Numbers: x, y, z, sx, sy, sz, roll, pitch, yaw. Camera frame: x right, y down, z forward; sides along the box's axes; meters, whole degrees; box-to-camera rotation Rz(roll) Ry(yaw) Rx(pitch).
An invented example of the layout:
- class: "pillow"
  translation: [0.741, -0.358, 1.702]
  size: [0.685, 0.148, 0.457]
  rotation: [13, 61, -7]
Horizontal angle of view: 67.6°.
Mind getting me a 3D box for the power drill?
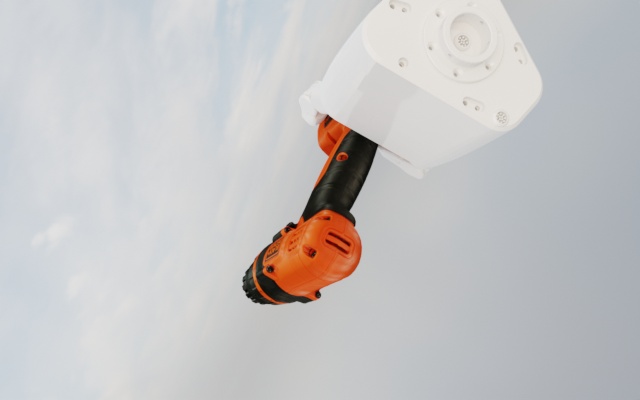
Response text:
- class: "power drill"
  translation: [0.000, 0.001, 0.418]
  size: [0.057, 0.187, 0.184]
  rotation: [30, -27, -15]
